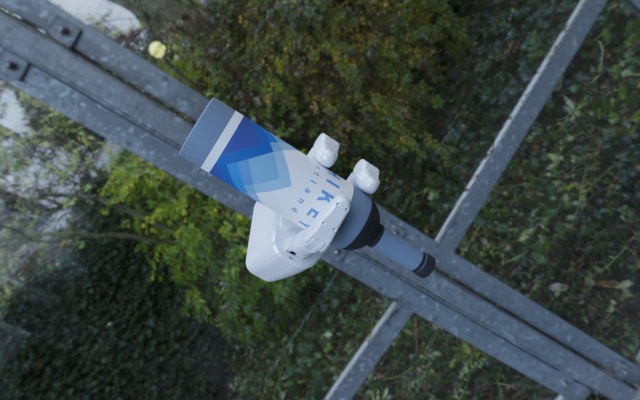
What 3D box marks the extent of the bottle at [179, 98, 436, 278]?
[{"bbox_3d":[0.000,0.002,0.503,0.296,0.069,0.069,32,-9,-14],"label":"bottle"}]
